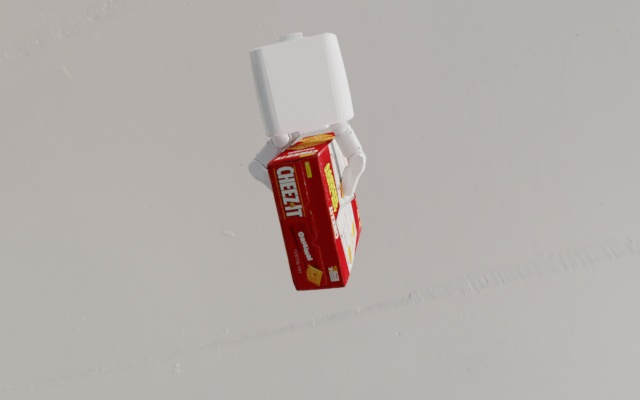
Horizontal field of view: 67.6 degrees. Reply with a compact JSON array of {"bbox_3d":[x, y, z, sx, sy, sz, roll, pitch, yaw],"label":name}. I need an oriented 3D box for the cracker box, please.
[{"bbox_3d":[0.000,0.002,0.649,0.072,0.164,0.213,-9,14,13],"label":"cracker box"}]
